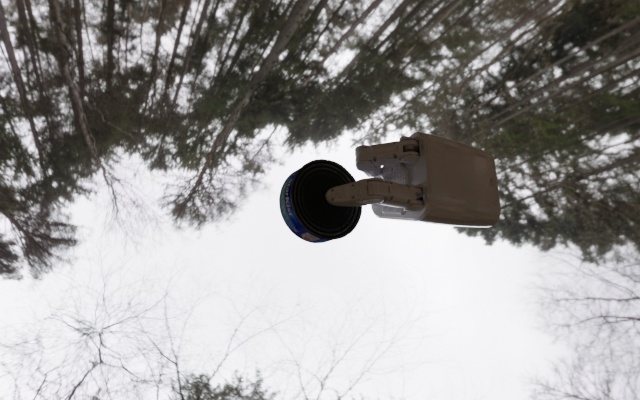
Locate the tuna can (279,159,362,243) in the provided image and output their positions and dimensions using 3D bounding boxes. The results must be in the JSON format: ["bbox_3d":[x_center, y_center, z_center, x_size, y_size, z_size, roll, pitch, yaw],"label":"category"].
[{"bbox_3d":[0.000,0.002,0.506,0.086,0.086,0.034,0,-13,-31],"label":"tuna can"}]
